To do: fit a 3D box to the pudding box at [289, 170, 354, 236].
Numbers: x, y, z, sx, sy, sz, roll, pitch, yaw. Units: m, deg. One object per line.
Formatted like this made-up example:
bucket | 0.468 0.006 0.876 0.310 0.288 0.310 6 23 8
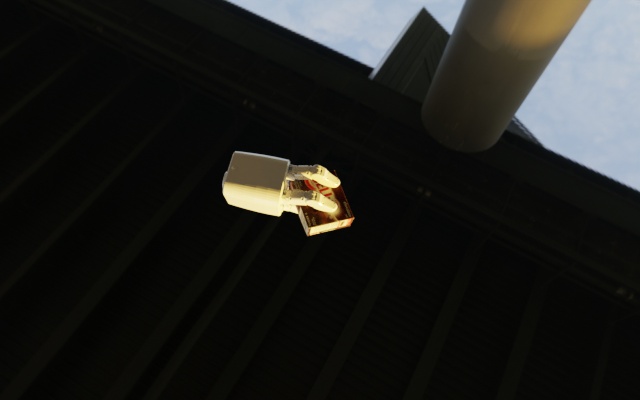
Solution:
pudding box | 0.000 0.003 0.894 0.090 0.113 0.039 -13 -26 -16
